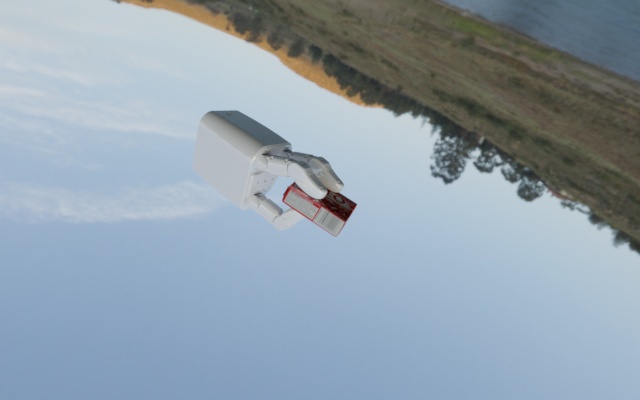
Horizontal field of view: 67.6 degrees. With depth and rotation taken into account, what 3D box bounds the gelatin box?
[{"bbox_3d":[0.000,0.003,0.646,0.089,0.030,0.073,34,24,4],"label":"gelatin box"}]
